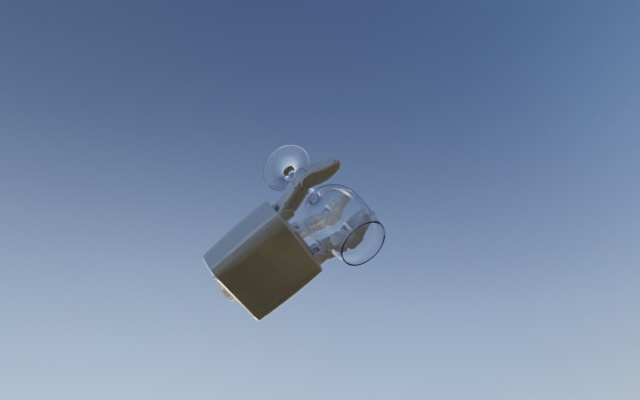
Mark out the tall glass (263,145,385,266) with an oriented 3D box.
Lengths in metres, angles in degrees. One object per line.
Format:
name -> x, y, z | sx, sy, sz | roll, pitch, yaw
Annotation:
tall glass -> 0.000, 0.002, 0.619 | 0.079, 0.079, 0.201 | 0, 29, -35
